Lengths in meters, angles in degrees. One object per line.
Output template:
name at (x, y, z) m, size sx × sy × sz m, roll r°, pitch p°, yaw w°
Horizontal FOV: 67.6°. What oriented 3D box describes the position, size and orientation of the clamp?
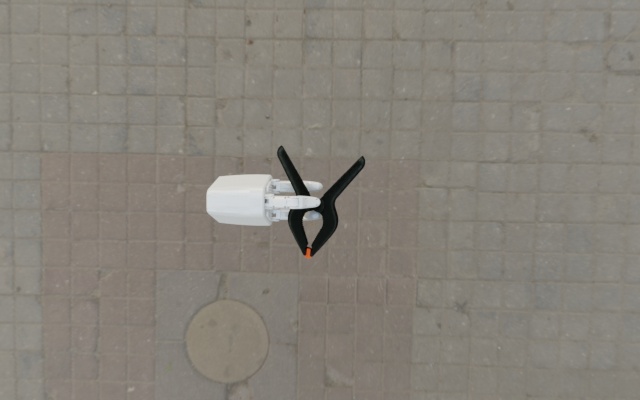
clamp at (0.000, 0.003, 0.892) m, size 0.164 × 0.210 × 0.036 m, roll 1°, pitch 3°, yaw 3°
